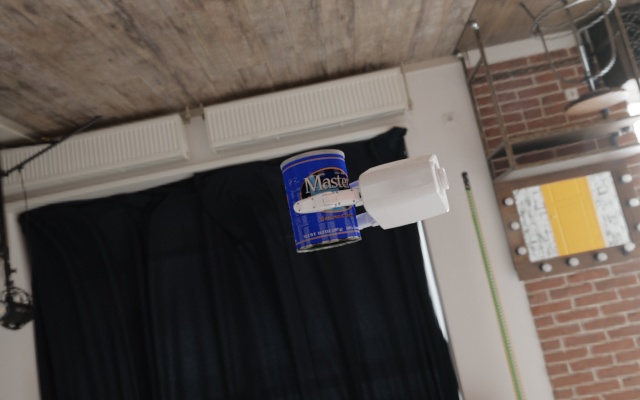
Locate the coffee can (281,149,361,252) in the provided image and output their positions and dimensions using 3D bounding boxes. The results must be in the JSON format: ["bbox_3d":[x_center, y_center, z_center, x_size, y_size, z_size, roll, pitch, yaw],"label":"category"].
[{"bbox_3d":[0.000,0.002,0.749,0.103,0.140,0.103,-11,-10,-2],"label":"coffee can"}]
